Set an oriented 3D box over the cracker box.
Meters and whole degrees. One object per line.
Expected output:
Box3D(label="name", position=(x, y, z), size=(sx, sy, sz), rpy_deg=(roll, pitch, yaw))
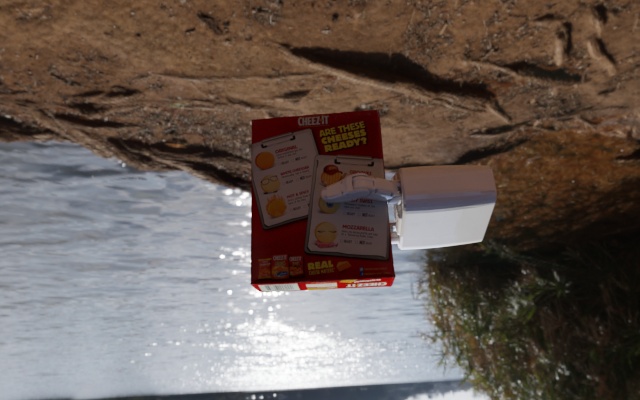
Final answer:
Box3D(label="cracker box", position=(0.000, 0.002, 0.592), size=(0.164, 0.213, 0.072), rpy_deg=(-4, -21, 3))
